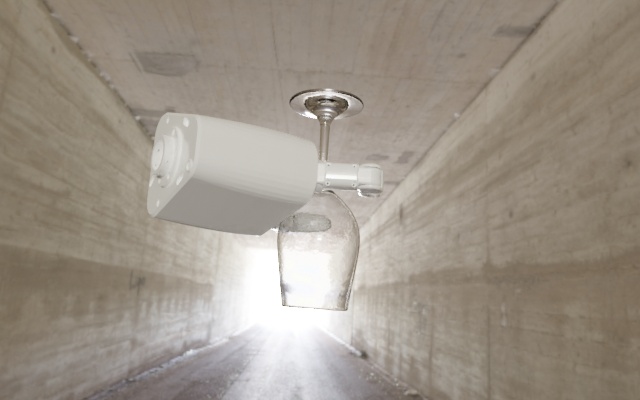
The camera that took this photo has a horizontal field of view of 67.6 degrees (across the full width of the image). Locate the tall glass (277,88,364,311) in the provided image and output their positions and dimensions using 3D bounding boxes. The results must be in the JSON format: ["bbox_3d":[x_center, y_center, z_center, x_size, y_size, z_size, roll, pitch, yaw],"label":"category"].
[{"bbox_3d":[0.000,0.001,0.457,0.079,0.201,0.079,3,-11,1],"label":"tall glass"}]
